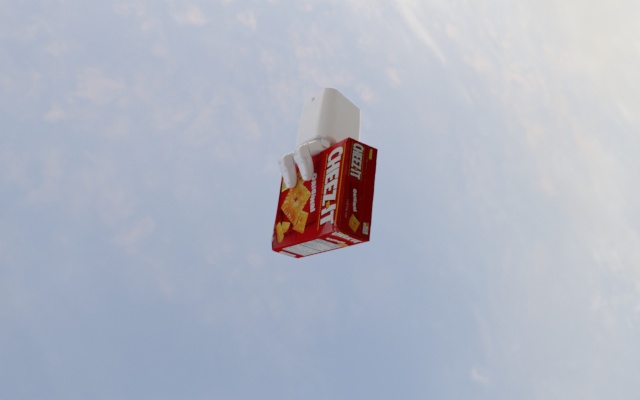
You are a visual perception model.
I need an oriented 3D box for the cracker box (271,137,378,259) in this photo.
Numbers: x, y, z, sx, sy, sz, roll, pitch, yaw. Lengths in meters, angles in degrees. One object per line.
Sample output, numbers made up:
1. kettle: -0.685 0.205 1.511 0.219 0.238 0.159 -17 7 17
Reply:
1. cracker box: 0.000 0.003 0.835 0.072 0.164 0.214 19 -23 -30
